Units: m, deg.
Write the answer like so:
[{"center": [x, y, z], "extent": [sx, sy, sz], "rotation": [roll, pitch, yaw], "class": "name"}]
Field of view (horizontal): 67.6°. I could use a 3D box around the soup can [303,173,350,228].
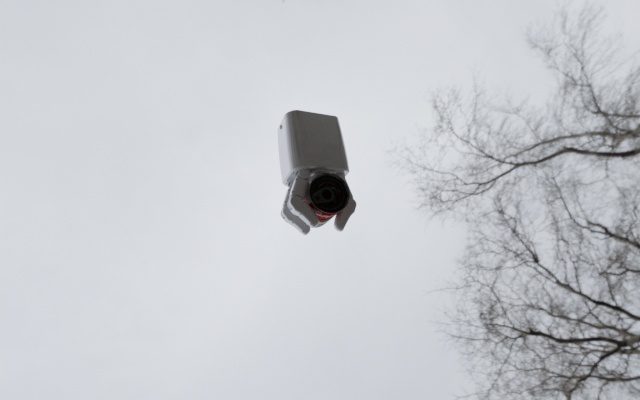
[{"center": [0.000, 0.003, 0.804], "extent": [0.068, 0.068, 0.102], "rotation": [0, -17, -17], "class": "soup can"}]
